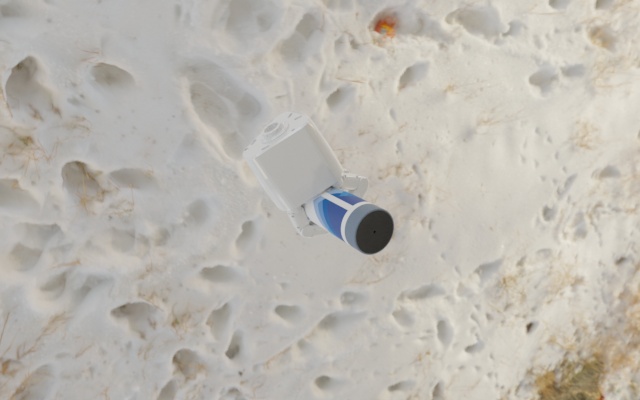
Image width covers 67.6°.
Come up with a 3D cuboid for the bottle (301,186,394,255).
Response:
[{"bbox_3d":[0.000,0.003,0.763,0.069,0.069,0.295,0,16,-31],"label":"bottle"}]
